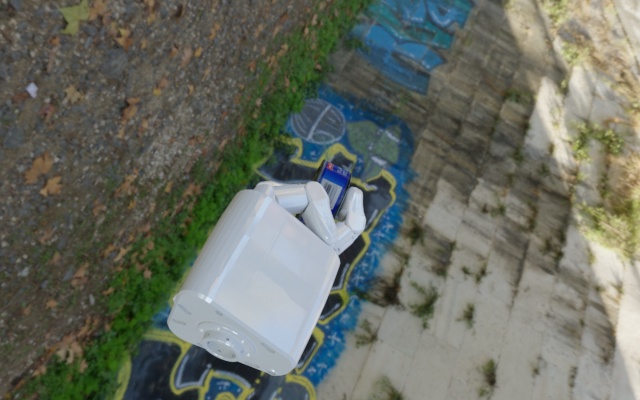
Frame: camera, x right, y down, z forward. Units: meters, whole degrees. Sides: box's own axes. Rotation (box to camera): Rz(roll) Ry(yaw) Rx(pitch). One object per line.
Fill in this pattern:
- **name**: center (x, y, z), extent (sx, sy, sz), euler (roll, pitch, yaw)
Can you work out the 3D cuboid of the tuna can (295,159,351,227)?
- **tuna can**: center (0.001, 0.002, 0.508), extent (0.034, 0.086, 0.086), euler (26, -2, -5)
